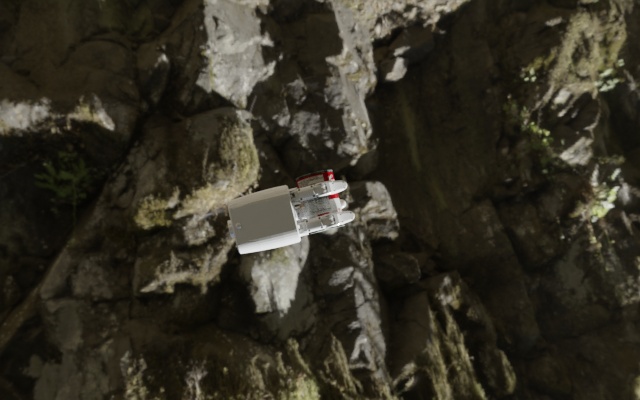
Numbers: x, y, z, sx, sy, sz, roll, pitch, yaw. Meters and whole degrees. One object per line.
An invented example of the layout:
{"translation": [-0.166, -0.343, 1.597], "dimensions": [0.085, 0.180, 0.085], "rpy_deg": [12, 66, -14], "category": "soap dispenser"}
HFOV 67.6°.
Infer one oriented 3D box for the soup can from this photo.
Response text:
{"translation": [0.001, 0.003, 0.850], "dimensions": [0.068, 0.102, 0.068], "rpy_deg": [-14, -4, -1], "category": "soup can"}
